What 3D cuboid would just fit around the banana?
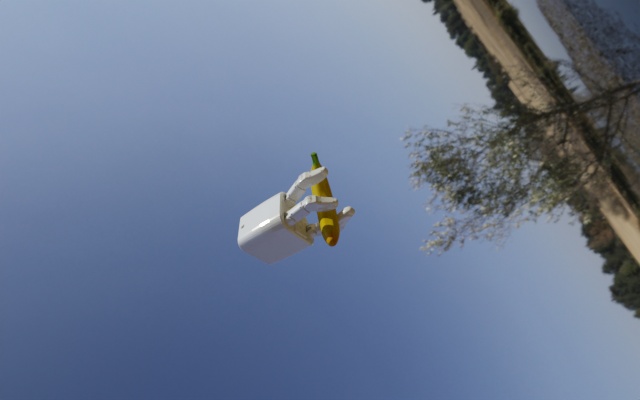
[{"bbox_3d":[0.005,0.008,0.900,0.037,0.197,0.070,-20,-29,11],"label":"banana"}]
